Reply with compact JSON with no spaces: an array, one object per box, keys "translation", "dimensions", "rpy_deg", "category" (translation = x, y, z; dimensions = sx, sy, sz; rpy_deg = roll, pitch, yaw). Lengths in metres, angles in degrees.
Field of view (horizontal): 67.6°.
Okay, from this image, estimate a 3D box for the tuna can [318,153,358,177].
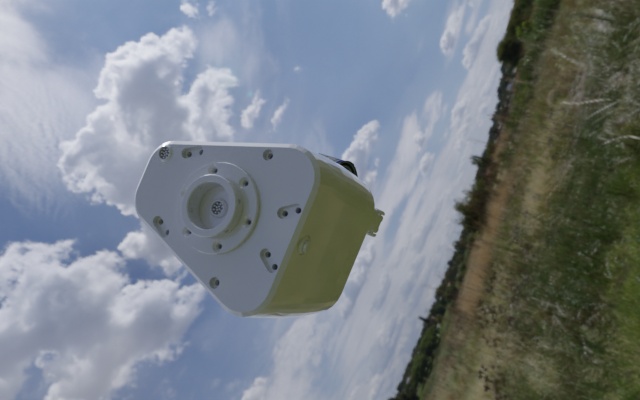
[{"translation":[0.000,0.001,0.432],"dimensions":[0.033,0.086,0.086],"rpy_deg":[19,8,24],"category":"tuna can"}]
